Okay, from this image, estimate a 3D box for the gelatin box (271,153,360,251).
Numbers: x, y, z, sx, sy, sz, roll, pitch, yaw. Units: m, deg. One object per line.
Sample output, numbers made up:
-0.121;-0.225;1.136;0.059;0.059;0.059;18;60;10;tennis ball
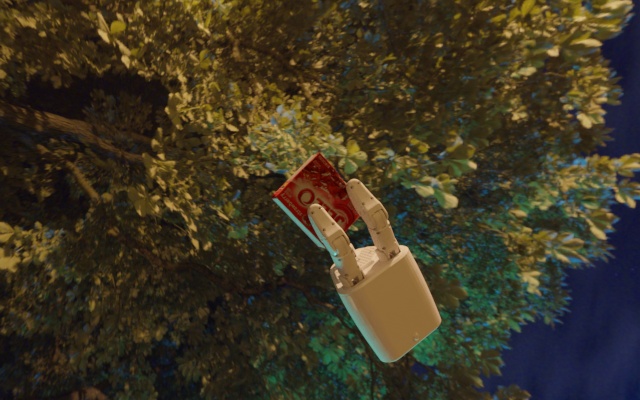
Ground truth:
0.000;0.002;0.553;0.073;0.089;0.030;-46;12;-14;gelatin box
